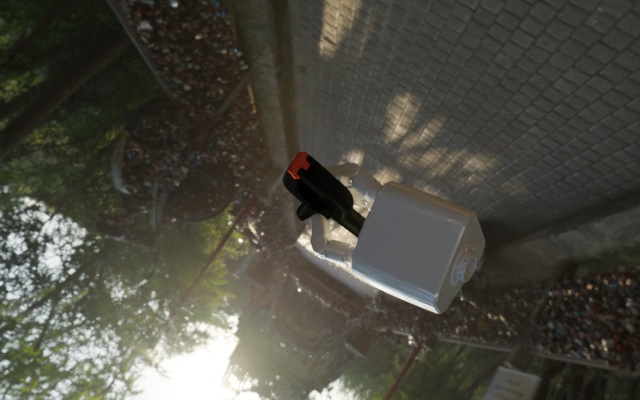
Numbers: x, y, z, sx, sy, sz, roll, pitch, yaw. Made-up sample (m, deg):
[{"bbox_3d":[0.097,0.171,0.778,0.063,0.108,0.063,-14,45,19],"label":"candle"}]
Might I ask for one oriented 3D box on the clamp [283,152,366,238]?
[{"bbox_3d":[0.000,0.003,0.617,0.164,0.036,0.210,18,-19,35],"label":"clamp"}]
